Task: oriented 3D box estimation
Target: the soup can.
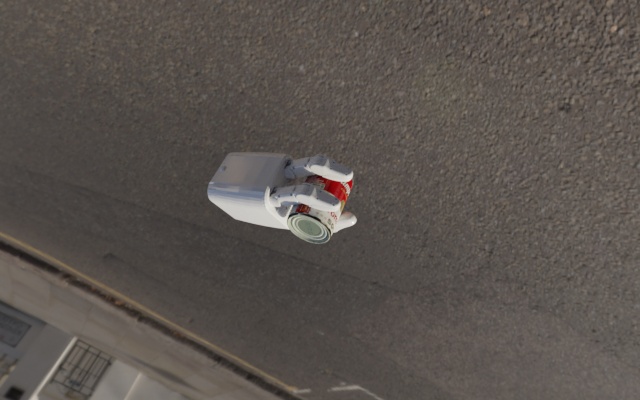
[{"bbox_3d":[0.000,0.003,0.690,0.068,0.102,0.069,16,-35,12],"label":"soup can"}]
